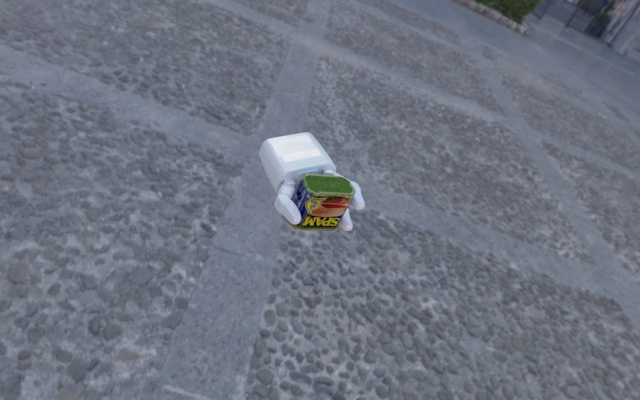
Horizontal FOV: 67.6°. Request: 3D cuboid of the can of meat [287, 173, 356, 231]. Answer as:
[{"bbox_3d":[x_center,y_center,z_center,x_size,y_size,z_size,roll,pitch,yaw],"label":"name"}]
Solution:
[{"bbox_3d":[0.000,0.002,0.818,0.102,0.084,0.057,2,41,-30],"label":"can of meat"}]
